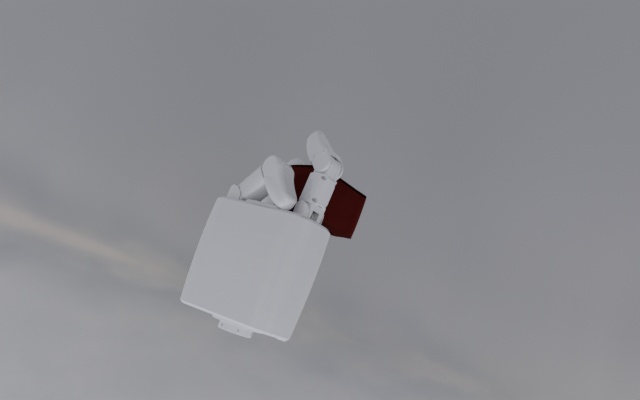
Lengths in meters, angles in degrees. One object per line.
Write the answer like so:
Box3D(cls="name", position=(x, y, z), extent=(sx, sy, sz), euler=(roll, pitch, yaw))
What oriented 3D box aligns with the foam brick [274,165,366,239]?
Box3D(cls="foam brick", position=(0.000, 0.002, 0.503), extent=(0.053, 0.051, 0.078), euler=(5, -20, 45))
